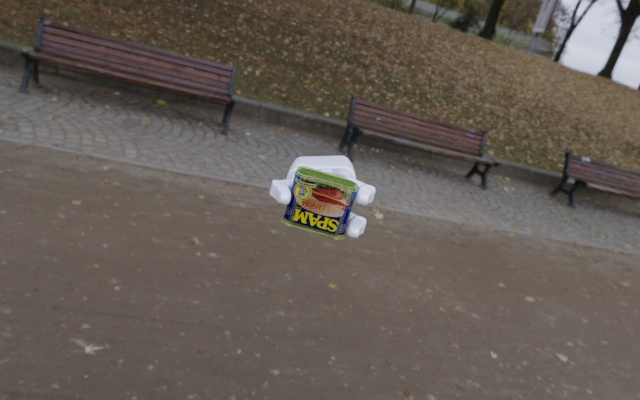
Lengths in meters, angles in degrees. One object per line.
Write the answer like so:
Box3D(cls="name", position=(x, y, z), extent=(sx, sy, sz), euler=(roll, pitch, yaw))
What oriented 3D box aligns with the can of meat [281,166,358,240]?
Box3D(cls="can of meat", position=(0.000, 0.002, 0.730), extent=(0.102, 0.084, 0.057), euler=(16, 17, 0))
